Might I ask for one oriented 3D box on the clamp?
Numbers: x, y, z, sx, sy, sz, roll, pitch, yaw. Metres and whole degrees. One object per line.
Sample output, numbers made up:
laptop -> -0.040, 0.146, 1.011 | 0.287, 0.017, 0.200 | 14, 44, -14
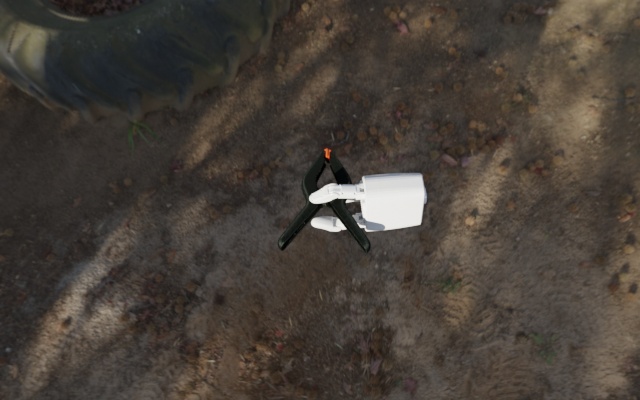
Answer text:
clamp -> 0.000, 0.002, 0.882 | 0.164, 0.210, 0.036 | -5, -24, 0
